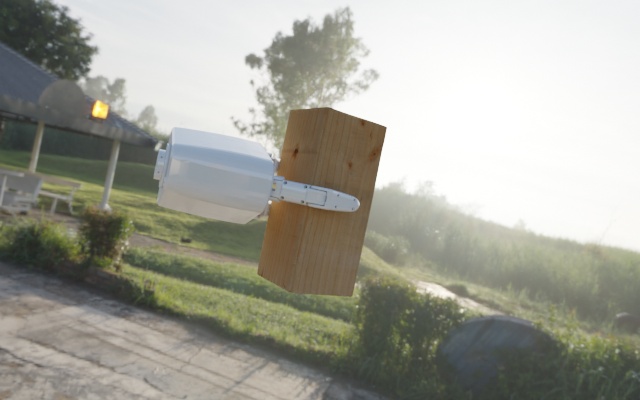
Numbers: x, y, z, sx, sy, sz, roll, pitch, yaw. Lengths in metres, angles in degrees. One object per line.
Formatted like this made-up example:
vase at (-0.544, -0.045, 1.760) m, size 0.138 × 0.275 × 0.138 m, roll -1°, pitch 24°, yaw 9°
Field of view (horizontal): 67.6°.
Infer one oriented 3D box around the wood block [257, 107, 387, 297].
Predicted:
wood block at (0.000, 0.002, 0.575) m, size 0.090 × 0.206 × 0.091 m, roll 11°, pitch 1°, yaw -34°
